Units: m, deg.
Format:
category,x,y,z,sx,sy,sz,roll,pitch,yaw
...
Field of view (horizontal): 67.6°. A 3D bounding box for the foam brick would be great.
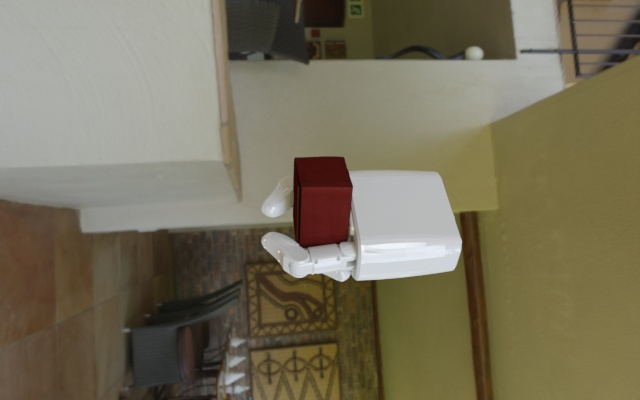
category,x,y,z,sx,sy,sz,roll,pitch,yaw
foam brick,0.000,0.001,0.472,0.051,0.078,0.053,-2,38,-7
